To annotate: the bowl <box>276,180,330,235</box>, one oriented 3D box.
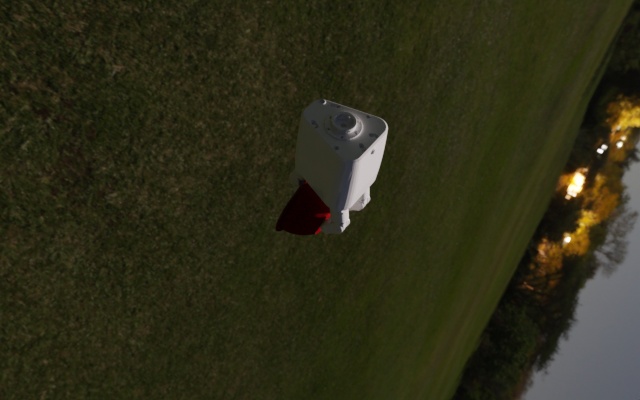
[{"bbox_3d":[0.000,0.003,0.770,0.055,0.162,0.162,39,6,8],"label":"bowl"}]
